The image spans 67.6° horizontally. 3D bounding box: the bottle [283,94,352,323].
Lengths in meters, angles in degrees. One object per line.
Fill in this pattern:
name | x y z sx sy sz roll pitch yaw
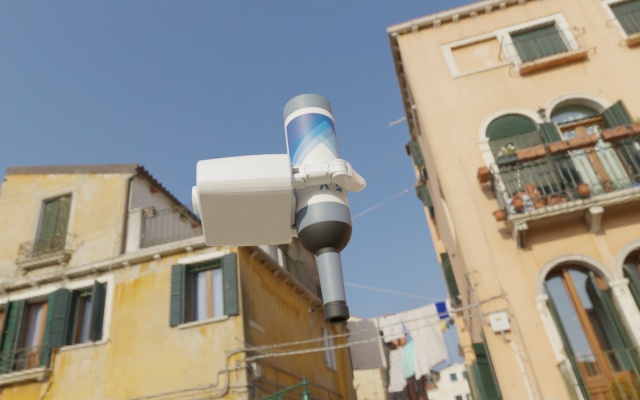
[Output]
bottle | 0.000 0.002 0.585 0.069 0.295 0.069 -6 -30 -4
